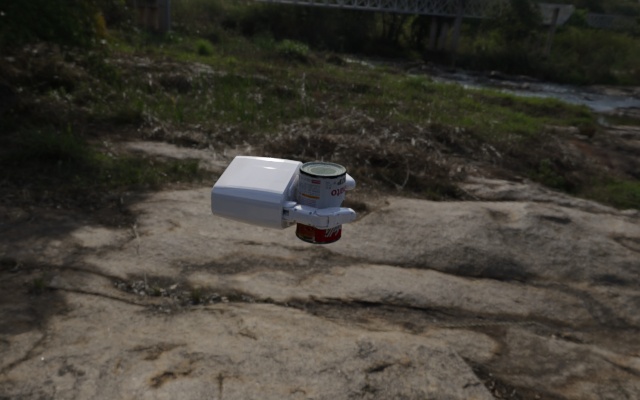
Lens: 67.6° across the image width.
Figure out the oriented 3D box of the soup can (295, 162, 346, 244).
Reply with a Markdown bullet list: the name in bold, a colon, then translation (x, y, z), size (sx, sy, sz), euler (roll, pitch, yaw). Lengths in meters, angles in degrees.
- **soup can**: translation (0.001, 0.002, 0.682), size (0.068, 0.102, 0.068), euler (3, 21, -1)
